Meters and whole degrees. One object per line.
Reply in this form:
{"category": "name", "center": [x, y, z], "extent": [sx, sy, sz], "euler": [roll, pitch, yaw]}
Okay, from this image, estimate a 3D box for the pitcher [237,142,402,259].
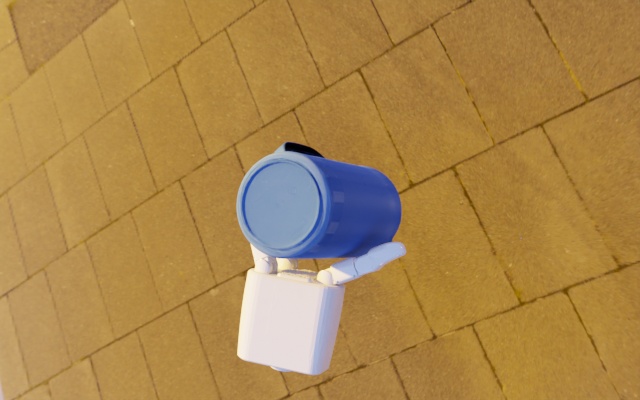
{"category": "pitcher", "center": [0.000, 0.002, 0.581], "extent": [0.149, 0.145, 0.243], "euler": [10, 1, 23]}
